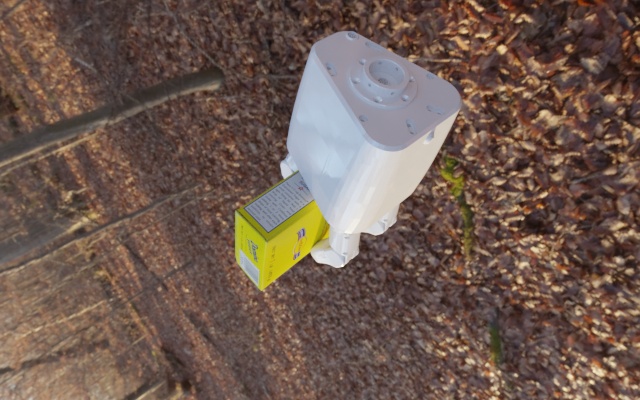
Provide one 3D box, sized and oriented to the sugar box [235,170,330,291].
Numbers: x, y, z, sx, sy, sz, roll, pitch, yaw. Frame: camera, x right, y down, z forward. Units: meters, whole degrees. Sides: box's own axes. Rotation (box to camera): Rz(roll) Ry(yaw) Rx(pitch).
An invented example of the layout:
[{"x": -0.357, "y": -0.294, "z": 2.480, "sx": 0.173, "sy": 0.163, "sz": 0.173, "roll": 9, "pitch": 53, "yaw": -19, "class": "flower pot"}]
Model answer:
[{"x": 0.000, "y": 0.002, "z": 0.453, "sx": 0.176, "sy": 0.048, "sz": 0.093, "roll": -34, "pitch": -23, "yaw": -28, "class": "sugar box"}]
